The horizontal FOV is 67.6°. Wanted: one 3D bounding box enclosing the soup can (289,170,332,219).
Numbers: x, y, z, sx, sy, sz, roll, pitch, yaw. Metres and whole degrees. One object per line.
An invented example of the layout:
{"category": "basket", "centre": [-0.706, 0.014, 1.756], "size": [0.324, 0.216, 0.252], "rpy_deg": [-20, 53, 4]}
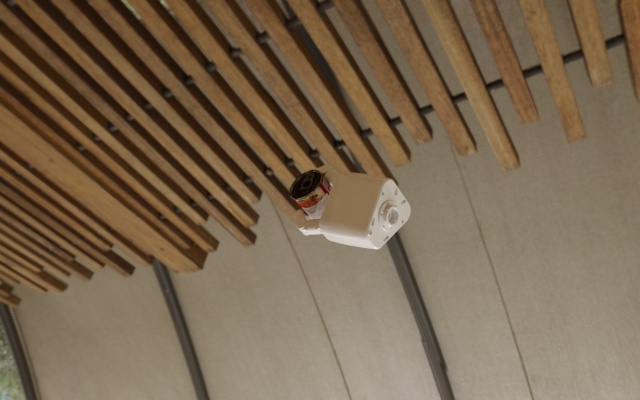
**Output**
{"category": "soup can", "centre": [0.000, 0.003, 0.859], "size": [0.068, 0.068, 0.102], "rpy_deg": [0, -39, 43]}
